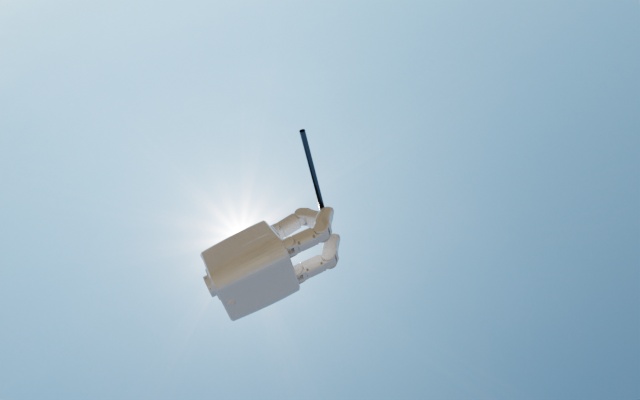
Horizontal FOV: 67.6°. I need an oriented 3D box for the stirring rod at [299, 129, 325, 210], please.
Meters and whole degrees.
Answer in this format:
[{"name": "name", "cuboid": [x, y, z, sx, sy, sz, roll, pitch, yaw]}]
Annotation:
[{"name": "stirring rod", "cuboid": [0.000, 0.002, 0.683, 0.011, 0.240, 0.011, -9, 39, 7]}]
